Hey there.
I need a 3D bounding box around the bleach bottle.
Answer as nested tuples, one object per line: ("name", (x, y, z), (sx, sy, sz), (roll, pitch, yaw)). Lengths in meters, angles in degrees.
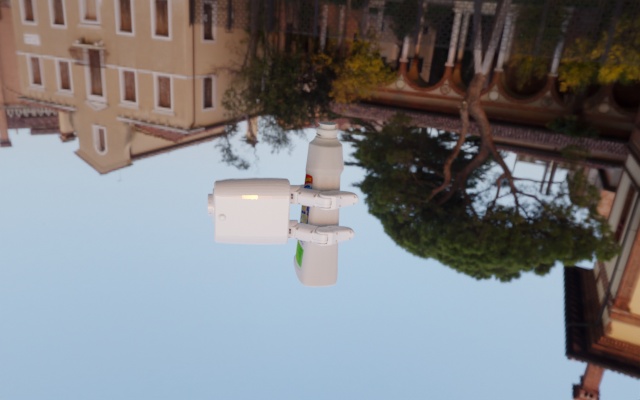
("bleach bottle", (0.000, 0.003, 0.740), (0.068, 0.251, 0.102), (0, 20, -11))
